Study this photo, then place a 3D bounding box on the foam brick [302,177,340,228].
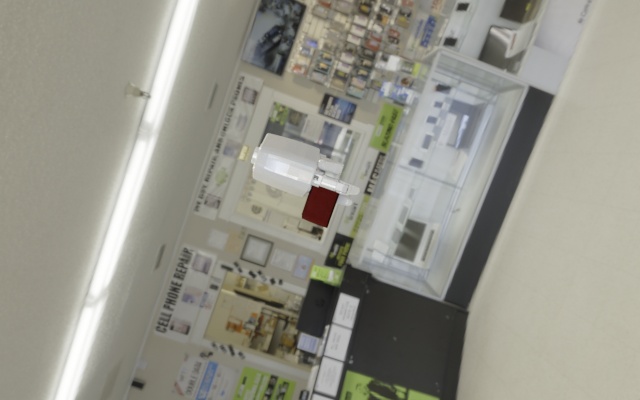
[{"bbox_3d":[0.000,0.003,0.893,0.051,0.078,0.053,18,8,-6],"label":"foam brick"}]
